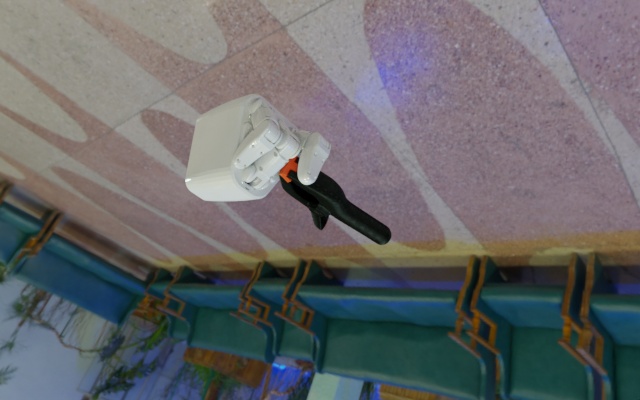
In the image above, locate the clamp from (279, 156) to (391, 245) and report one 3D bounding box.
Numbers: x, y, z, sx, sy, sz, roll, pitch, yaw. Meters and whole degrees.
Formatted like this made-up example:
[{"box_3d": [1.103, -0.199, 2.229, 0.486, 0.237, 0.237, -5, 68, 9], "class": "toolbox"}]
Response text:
[{"box_3d": [0.000, 0.002, 0.590, 0.120, 0.039, 0.171, -2, -35, 45], "class": "clamp"}]
